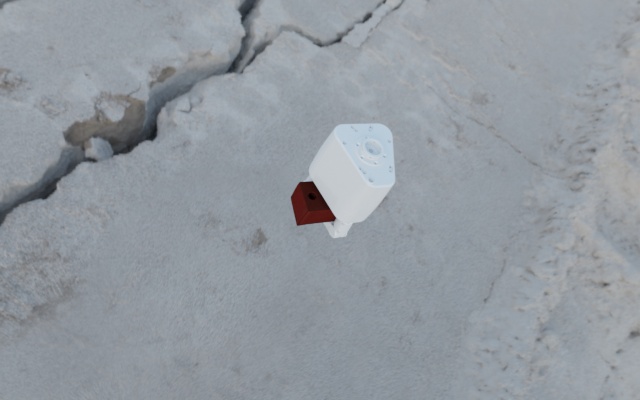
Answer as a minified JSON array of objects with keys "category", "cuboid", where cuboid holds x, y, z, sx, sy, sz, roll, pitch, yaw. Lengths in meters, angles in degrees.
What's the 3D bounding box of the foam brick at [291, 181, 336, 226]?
[{"category":"foam brick","cuboid":[0.000,0.003,0.745,0.078,0.053,0.051,-6,-25,-24]}]
